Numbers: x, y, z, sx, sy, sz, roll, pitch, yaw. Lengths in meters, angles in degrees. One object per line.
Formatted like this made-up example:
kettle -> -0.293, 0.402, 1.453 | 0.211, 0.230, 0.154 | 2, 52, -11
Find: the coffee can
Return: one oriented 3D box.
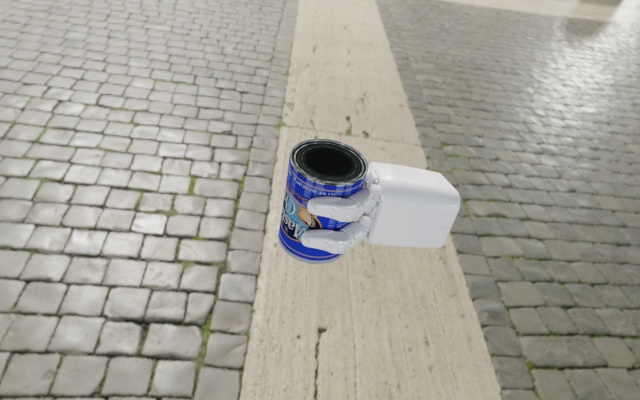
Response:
coffee can -> 0.000, 0.002, 0.651 | 0.103, 0.140, 0.102 | 7, 38, -6
